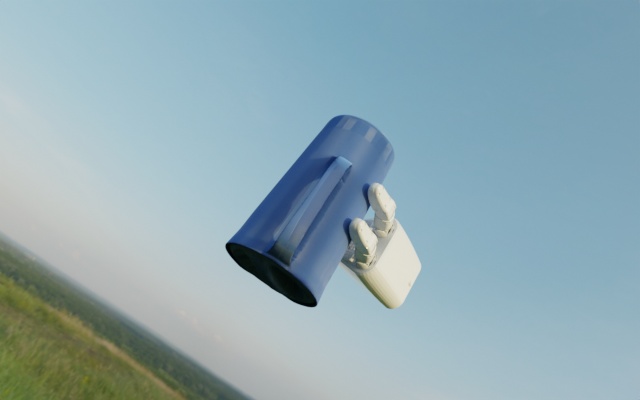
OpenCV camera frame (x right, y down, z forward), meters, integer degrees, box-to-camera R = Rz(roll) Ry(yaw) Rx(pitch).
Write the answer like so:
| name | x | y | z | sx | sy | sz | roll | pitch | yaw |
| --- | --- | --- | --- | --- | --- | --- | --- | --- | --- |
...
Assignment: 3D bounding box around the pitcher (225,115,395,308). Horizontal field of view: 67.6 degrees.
| name | x | y | z | sx | sy | sz | roll | pitch | yaw |
| --- | --- | --- | --- | --- | --- | --- | --- | --- | --- |
| pitcher | 0.000 | 0.002 | 0.615 | 0.149 | 0.242 | 0.145 | 9 | -33 | 44 |
